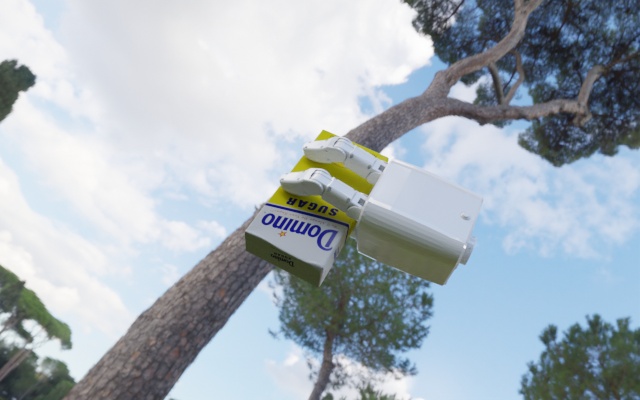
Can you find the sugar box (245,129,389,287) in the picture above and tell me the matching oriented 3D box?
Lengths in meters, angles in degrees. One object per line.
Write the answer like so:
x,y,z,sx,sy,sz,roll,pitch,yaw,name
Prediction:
0.000,0.001,0.539,0.093,0.176,0.048,24,-38,12,sugar box
